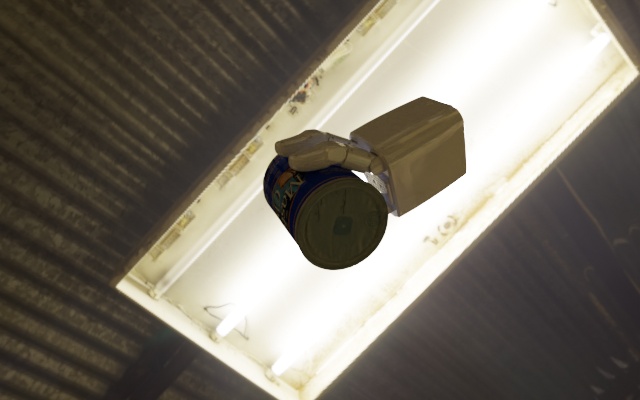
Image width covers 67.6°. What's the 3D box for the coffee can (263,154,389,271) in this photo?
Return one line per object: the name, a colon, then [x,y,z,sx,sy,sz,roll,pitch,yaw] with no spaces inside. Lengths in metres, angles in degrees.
coffee can: [0.000,0.002,0.547,0.103,0.103,0.140,0,21,-22]
